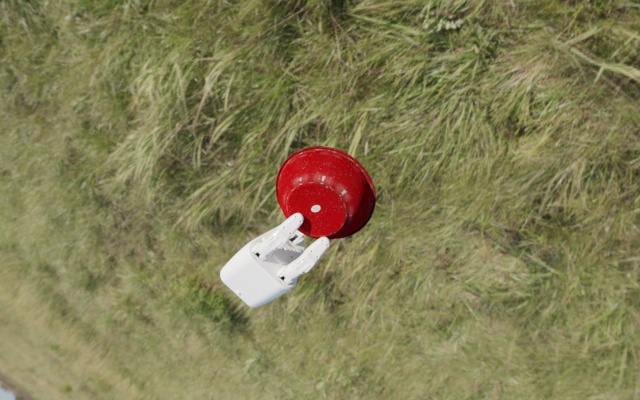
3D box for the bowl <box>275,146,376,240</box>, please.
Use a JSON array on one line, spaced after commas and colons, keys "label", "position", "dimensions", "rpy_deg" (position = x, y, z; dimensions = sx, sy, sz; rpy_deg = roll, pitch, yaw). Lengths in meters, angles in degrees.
[{"label": "bowl", "position": [0.001, 0.002, 0.721], "dimensions": [0.162, 0.162, 0.055], "rpy_deg": [0, 27, 16]}]
